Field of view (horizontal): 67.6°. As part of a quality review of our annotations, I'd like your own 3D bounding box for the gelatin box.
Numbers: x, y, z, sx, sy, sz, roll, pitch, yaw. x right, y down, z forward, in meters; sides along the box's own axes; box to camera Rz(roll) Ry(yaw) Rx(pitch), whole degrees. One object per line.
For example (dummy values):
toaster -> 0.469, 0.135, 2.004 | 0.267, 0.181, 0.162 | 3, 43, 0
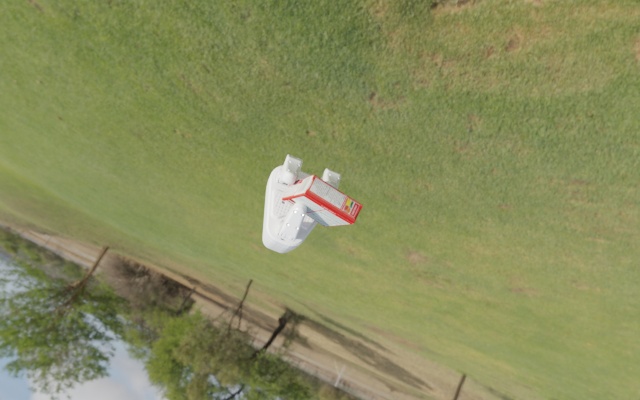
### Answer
gelatin box -> 0.000, 0.002, 0.597 | 0.073, 0.030, 0.089 | 32, -15, -17
